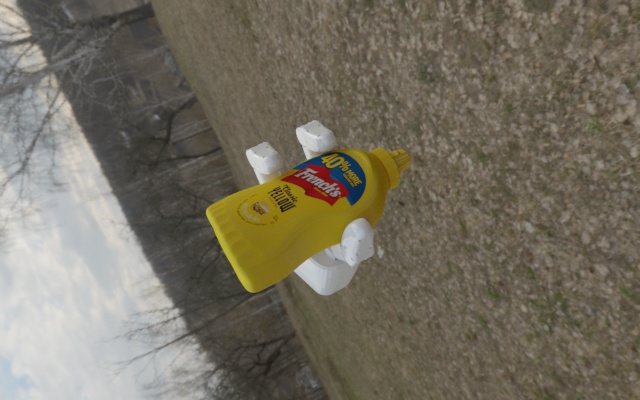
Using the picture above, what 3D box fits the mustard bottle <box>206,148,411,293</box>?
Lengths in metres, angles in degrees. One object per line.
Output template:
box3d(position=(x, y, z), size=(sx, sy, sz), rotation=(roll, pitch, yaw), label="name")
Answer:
box3d(position=(0.000, 0.001, 0.435), size=(0.191, 0.058, 0.096), rotation=(-27, 43, -15), label="mustard bottle")
